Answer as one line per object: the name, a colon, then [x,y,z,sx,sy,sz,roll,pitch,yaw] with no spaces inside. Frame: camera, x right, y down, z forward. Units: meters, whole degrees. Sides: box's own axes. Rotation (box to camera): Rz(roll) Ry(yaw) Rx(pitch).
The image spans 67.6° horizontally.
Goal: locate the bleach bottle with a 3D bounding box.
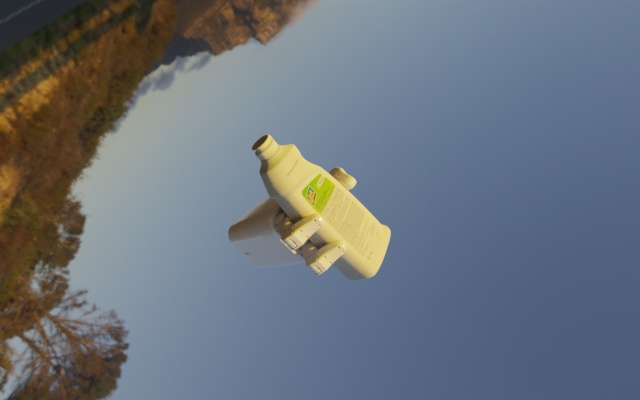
bleach bottle: [0.000,0.002,0.673,0.068,0.102,0.251,-16,-53,40]
